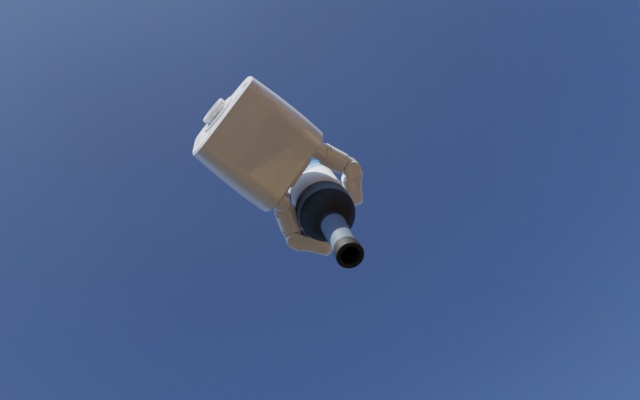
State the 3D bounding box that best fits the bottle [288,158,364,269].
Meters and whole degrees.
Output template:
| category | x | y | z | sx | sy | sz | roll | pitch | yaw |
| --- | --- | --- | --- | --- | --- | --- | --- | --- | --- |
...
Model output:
| category | x | y | z | sx | sy | sz | roll | pitch | yaw |
| --- | --- | --- | --- | --- | --- | --- | --- | --- | --- |
| bottle | 0.000 | 0.002 | 0.581 | 0.069 | 0.069 | 0.295 | 0 | 20 | -12 |
